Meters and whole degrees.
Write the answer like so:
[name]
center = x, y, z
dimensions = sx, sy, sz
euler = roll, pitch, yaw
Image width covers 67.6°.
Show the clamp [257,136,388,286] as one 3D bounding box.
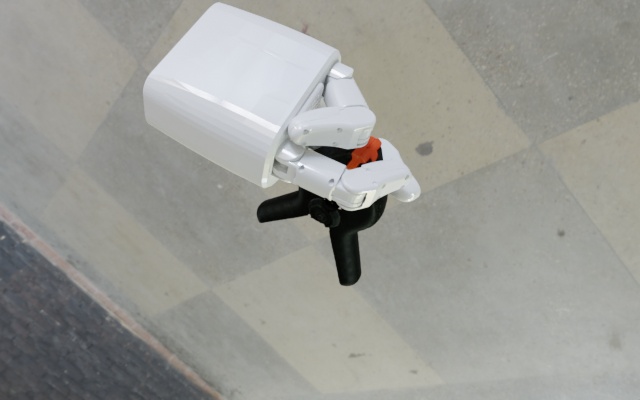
[clamp]
center = 0.000, 0.002, 0.417
dimensions = 0.120, 0.172, 0.039
euler = 27, 48, 8
